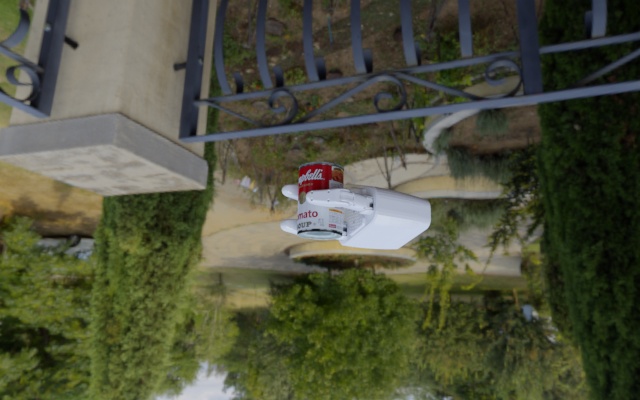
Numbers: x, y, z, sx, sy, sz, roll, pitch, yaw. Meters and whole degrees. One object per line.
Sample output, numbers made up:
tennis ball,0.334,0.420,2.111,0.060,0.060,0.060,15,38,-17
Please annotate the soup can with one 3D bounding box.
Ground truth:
soup can,0.000,0.002,0.701,0.068,0.102,0.068,2,-14,0
